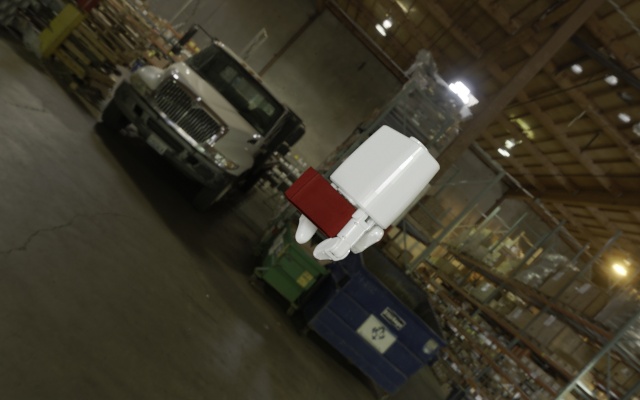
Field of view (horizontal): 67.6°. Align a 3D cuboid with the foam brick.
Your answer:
[{"bbox_3d":[0.000,0.002,0.615,0.078,0.051,0.053,43,3,-17],"label":"foam brick"}]
